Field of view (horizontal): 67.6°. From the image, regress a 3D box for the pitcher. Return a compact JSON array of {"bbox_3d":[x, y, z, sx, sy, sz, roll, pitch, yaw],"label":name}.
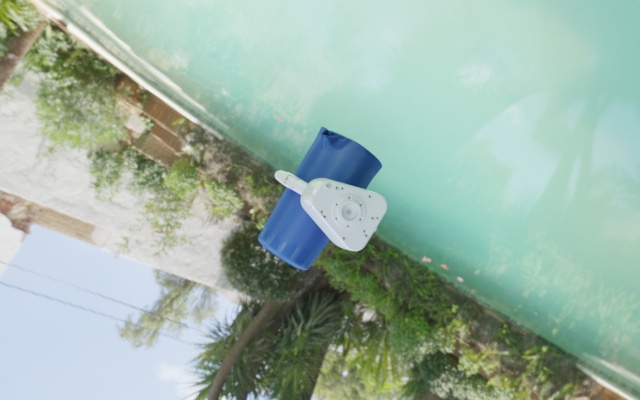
[{"bbox_3d":[0.000,0.003,0.873,0.149,0.243,0.145,34,-3,-11],"label":"pitcher"}]
